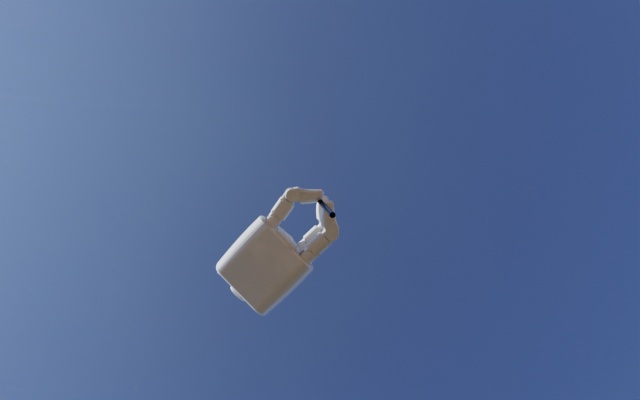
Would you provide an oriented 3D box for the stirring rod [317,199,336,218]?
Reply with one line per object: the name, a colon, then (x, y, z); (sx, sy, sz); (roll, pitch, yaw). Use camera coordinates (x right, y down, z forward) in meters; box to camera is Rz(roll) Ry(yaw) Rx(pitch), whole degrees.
stirring rod: (0.000, 0.002, 0.728); (0.011, 0.011, 0.239); (0, 8, -7)
